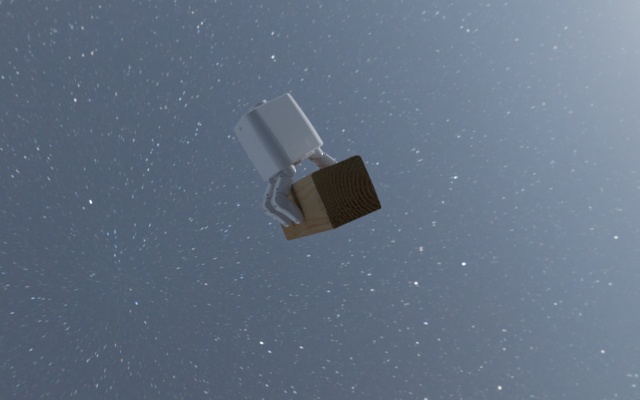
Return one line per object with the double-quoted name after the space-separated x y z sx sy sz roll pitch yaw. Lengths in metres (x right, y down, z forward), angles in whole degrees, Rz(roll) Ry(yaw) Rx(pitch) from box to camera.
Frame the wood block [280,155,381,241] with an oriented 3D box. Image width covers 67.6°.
0.000 0.002 0.791 0.091 0.090 0.206 -23 0 -24 "wood block"
